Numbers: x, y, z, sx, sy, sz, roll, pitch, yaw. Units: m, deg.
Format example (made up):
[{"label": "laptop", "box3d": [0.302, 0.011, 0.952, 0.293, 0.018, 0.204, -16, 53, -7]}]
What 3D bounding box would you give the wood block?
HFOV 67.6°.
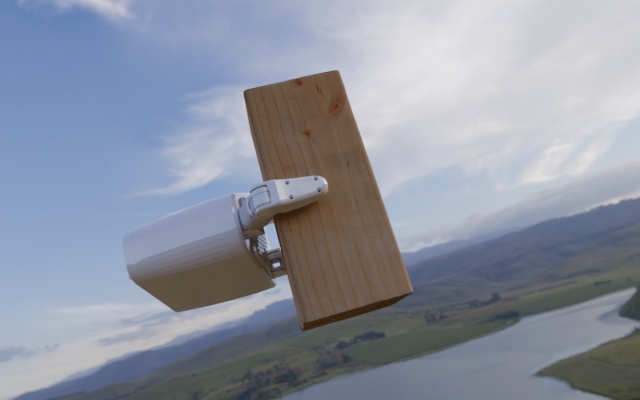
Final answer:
[{"label": "wood block", "box3d": [0.000, 0.001, 0.431, 0.090, 0.206, 0.091, -14, -17, -8]}]
